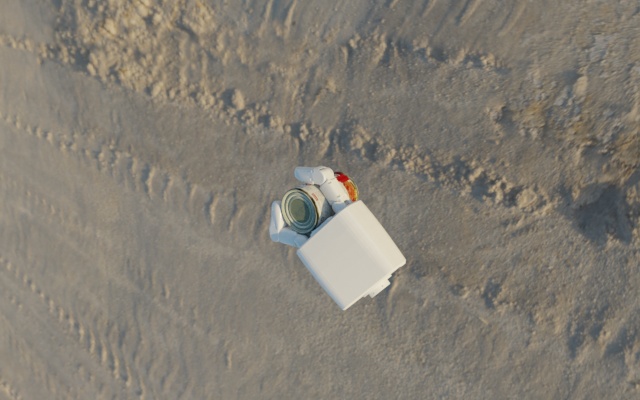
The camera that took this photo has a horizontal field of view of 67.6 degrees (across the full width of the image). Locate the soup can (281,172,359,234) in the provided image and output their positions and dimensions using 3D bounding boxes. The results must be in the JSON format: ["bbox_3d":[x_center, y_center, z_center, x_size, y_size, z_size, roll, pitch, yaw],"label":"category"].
[{"bbox_3d":[0.000,0.002,0.697,0.068,0.068,0.102,0,16,39],"label":"soup can"}]
